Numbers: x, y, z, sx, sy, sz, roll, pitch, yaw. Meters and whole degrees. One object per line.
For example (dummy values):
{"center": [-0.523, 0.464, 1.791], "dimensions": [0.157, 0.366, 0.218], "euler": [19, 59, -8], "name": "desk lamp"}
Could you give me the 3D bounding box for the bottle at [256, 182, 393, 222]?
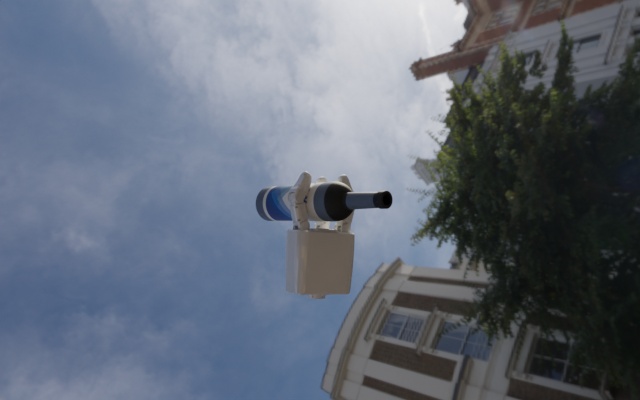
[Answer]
{"center": [0.000, 0.003, 0.820], "dimensions": [0.069, 0.069, 0.296], "euler": [0, -2, -42], "name": "bottle"}
